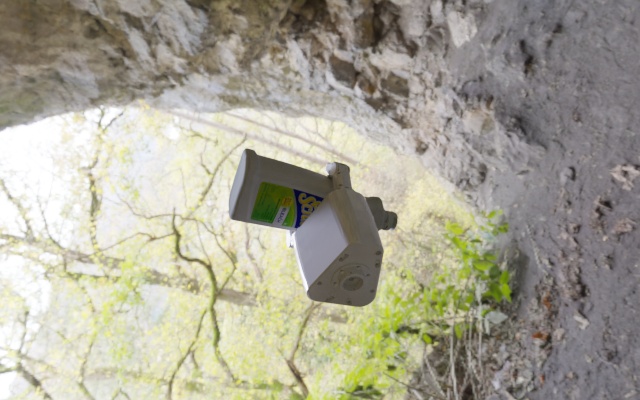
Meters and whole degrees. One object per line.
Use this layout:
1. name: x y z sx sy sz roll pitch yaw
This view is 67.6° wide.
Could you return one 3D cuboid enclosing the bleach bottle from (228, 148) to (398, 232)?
1. bleach bottle: 0.000 0.002 0.694 0.251 0.103 0.068 12 32 -20
